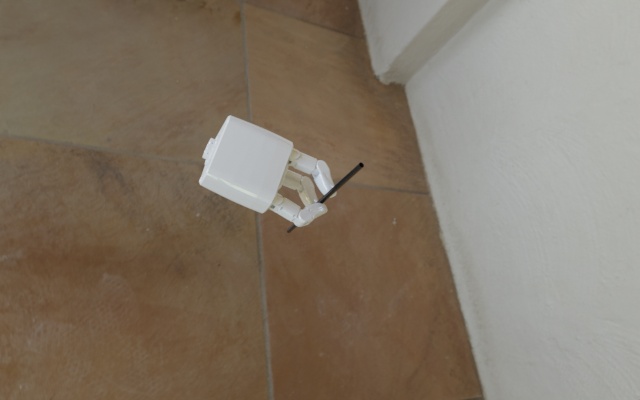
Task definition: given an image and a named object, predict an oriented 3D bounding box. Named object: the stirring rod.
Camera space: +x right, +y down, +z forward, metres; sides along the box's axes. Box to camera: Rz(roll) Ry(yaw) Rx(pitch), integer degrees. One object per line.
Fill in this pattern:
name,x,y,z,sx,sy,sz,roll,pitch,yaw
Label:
stirring rod,0.000,0.003,0.752,0.011,0.011,0.240,0,-25,-31
